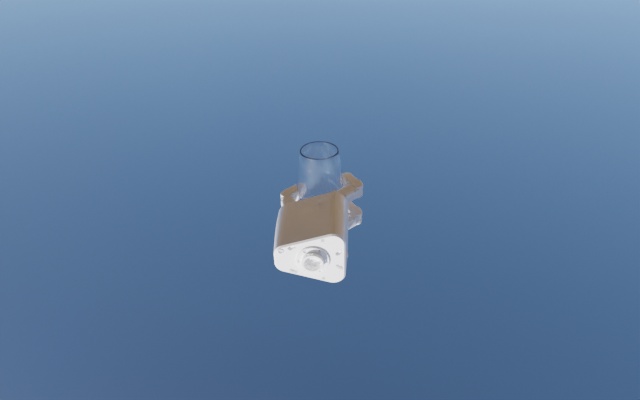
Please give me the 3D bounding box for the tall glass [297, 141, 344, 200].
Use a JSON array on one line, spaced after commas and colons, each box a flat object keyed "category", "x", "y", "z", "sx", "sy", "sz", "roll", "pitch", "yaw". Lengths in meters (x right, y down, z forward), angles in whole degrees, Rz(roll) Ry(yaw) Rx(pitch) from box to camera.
[{"category": "tall glass", "x": 0.000, "y": 0.003, "z": 0.812, "sx": 0.079, "sy": 0.201, "sz": 0.079, "roll": -1, "pitch": 34, "yaw": 1}]
